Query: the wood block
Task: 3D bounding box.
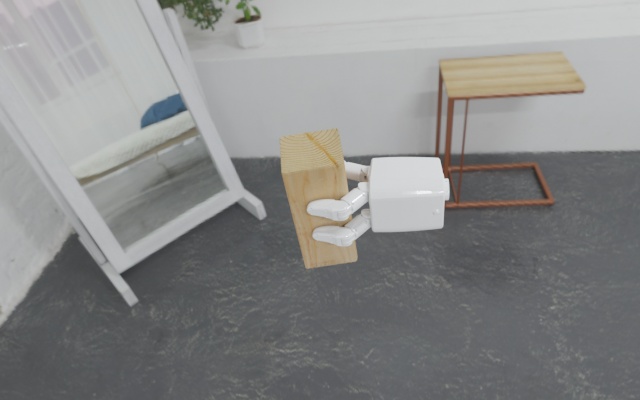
[{"bbox_3d":[0.000,0.002,0.746,0.090,0.206,0.090,-9,42,2],"label":"wood block"}]
